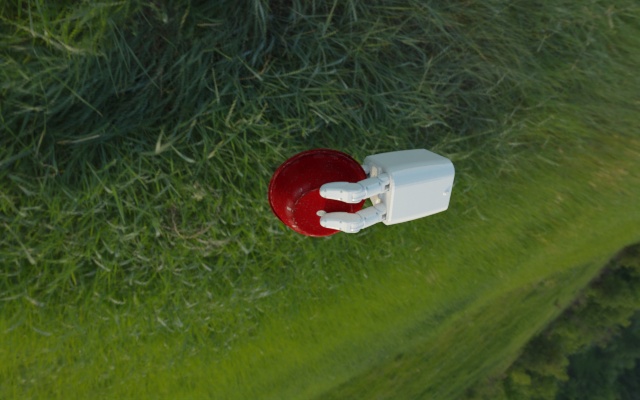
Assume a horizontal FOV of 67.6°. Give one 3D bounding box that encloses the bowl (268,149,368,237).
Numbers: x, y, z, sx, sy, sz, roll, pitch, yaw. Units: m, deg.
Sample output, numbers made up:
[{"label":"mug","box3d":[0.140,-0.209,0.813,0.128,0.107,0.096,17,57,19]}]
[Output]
[{"label":"bowl","box3d":[-0.001,0.003,0.738,0.162,0.162,0.055,0,36,-9]}]
